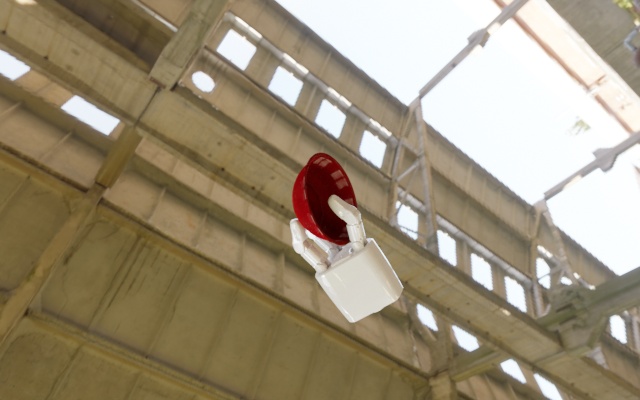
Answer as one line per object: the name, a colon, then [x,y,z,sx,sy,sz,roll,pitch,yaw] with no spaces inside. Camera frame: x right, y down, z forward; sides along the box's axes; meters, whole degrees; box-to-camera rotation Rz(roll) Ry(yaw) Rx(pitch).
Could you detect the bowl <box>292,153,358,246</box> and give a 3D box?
bowl: [-0.001,0.002,0.817,0.055,0.162,0.162,-16,-9,31]
